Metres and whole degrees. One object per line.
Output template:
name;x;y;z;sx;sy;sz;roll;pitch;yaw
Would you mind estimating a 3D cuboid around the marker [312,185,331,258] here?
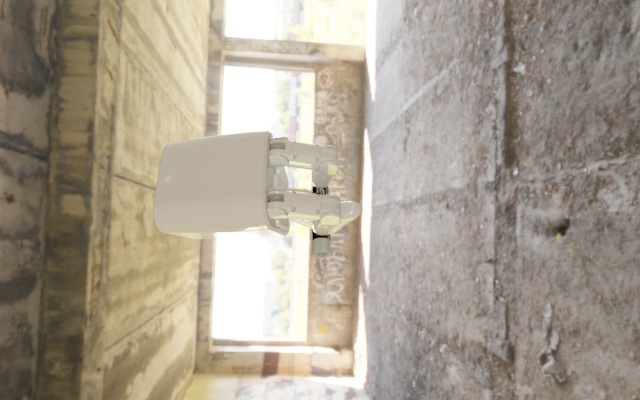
marker;0.000;0.002;0.507;0.020;0.121;0.020;-1;-27;0
